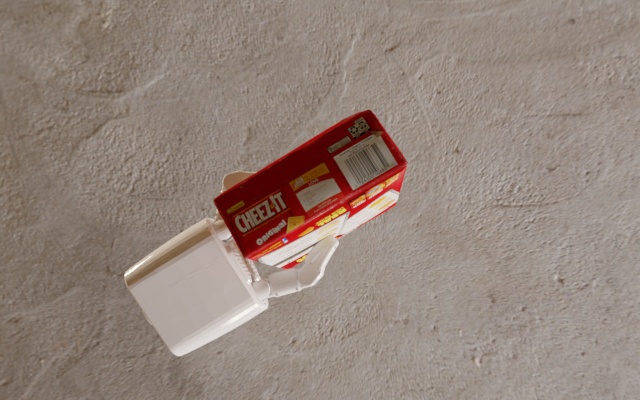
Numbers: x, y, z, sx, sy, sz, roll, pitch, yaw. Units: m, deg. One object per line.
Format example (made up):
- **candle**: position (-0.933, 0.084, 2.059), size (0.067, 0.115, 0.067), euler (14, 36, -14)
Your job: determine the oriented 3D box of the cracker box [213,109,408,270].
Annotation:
- **cracker box**: position (0.000, 0.002, 0.513), size (0.164, 0.072, 0.214), euler (-31, -11, 0)
